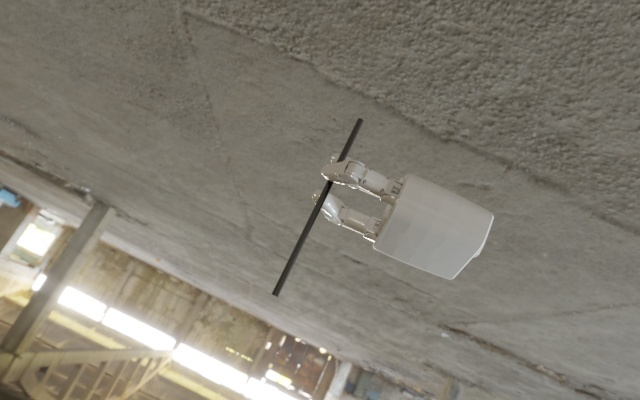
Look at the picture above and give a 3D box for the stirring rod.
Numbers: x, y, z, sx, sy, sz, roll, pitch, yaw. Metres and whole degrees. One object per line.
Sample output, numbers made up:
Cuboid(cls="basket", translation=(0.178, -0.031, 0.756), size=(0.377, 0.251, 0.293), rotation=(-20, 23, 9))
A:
Cuboid(cls="stirring rod", translation=(0.000, 0.002, 0.562), size=(0.011, 0.239, 0.011), rotation=(24, -18, 8))
